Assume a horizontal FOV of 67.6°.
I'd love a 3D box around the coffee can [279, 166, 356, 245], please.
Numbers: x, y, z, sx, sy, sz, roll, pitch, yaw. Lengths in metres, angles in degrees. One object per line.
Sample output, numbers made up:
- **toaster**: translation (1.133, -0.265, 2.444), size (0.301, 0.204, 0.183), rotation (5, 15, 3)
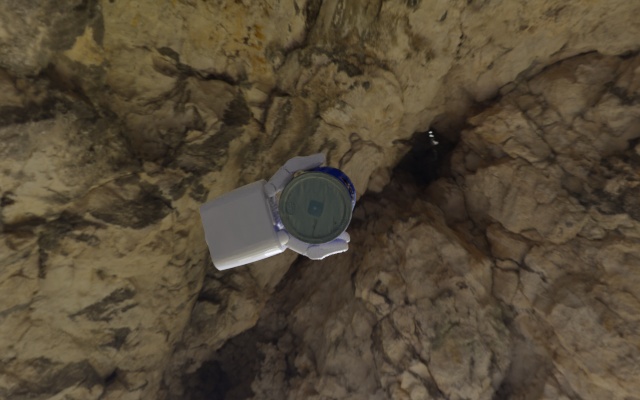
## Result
- **coffee can**: translation (0.000, 0.002, 0.725), size (0.103, 0.103, 0.140), rotation (0, 7, 7)
